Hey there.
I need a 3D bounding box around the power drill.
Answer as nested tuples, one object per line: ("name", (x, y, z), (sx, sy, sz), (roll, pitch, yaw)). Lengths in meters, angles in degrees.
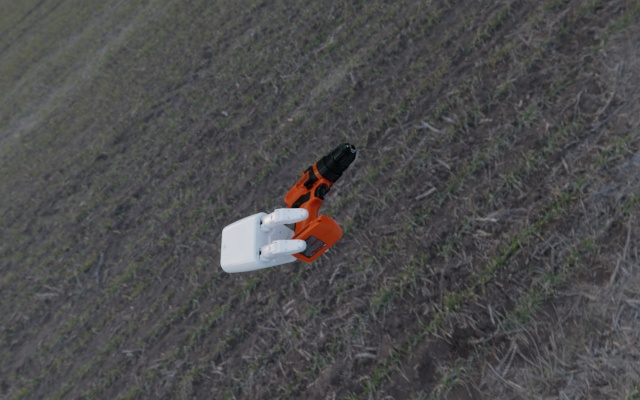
("power drill", (0.000, 0.003, 0.848), (0.057, 0.187, 0.184), (30, -54, -22))
